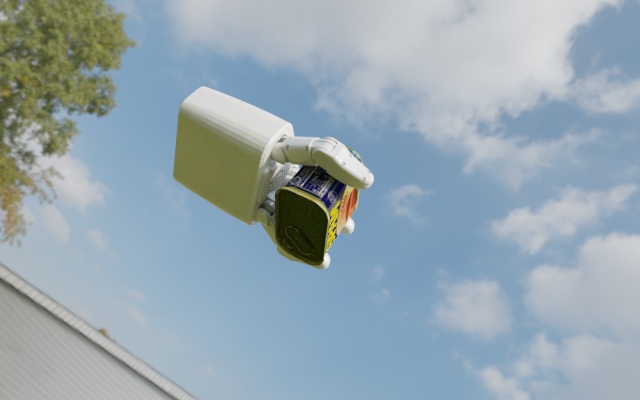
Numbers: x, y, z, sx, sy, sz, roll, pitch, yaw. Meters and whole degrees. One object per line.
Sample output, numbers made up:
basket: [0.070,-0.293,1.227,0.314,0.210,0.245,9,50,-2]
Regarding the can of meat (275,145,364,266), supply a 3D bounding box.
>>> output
can of meat: [0.000,0.001,0.483,0.057,0.084,0.102,25,-38,16]
